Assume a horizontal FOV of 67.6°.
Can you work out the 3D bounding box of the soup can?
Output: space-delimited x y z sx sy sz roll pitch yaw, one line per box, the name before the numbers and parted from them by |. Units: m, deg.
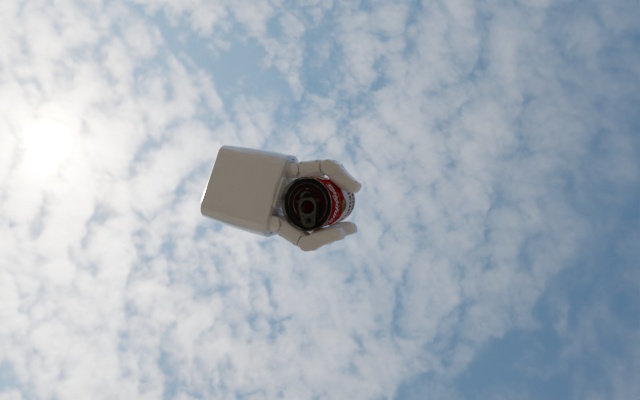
soup can | 0.001 0.002 0.634 0.068 0.068 0.102 0 3 21
